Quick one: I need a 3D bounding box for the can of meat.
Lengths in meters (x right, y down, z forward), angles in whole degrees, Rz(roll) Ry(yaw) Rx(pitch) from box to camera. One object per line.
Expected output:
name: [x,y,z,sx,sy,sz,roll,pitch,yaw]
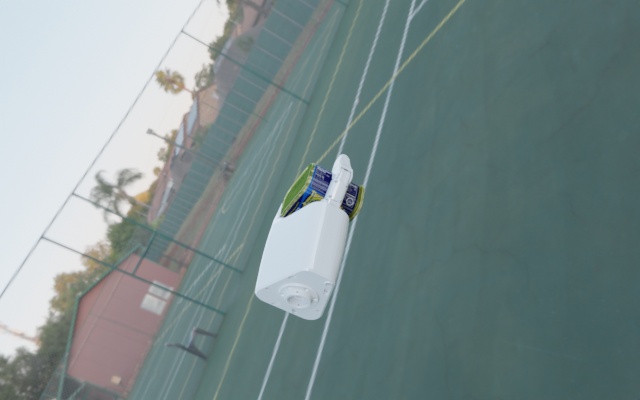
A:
can of meat: [0.000,0.002,0.681,0.084,0.057,0.102,26,-42,-15]
